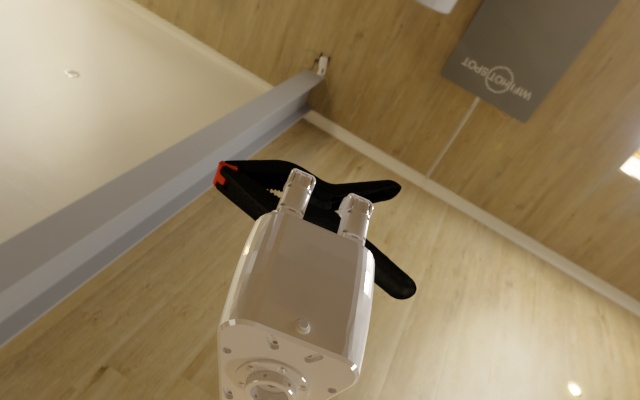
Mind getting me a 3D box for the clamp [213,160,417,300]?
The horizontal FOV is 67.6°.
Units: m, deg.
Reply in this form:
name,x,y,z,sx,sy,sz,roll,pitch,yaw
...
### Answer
name,x,y,z,sx,sy,sz,roll,pitch,yaw
clamp,-0.001,0.002,0.481,0.210,0.036,0.164,23,36,-6
